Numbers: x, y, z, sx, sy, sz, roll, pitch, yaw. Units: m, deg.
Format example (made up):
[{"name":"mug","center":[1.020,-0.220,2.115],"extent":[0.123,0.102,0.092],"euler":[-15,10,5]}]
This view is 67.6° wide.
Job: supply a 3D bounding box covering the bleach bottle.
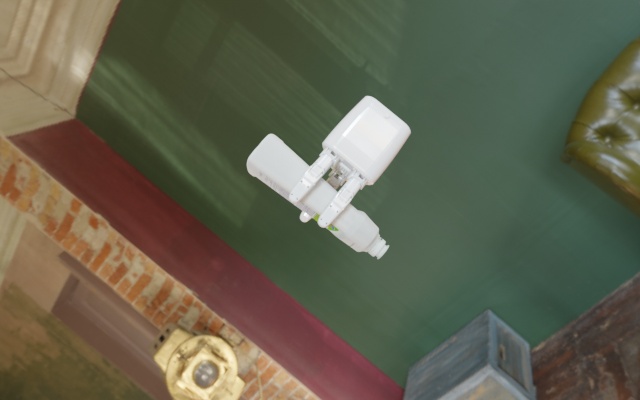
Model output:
[{"name":"bleach bottle","center":[0.000,0.002,0.753],"extent":[0.251,0.068,0.102],"euler":[39,-9,0]}]
